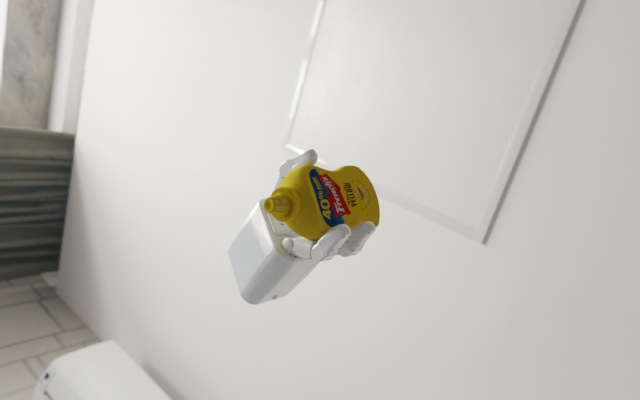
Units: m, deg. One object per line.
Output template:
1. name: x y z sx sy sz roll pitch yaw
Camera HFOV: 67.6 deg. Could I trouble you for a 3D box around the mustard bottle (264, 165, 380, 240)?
1. mustard bottle: 0.000 0.002 0.611 0.058 0.096 0.191 -25 -13 36
